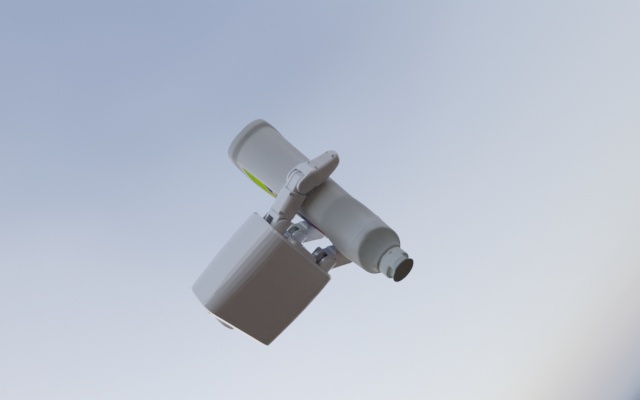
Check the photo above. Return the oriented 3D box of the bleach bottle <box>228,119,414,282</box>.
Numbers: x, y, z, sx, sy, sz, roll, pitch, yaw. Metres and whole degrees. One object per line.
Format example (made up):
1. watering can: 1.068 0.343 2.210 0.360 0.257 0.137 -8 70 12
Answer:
1. bleach bottle: 0.000 0.002 0.530 0.250 0.068 0.103 39 -5 39
